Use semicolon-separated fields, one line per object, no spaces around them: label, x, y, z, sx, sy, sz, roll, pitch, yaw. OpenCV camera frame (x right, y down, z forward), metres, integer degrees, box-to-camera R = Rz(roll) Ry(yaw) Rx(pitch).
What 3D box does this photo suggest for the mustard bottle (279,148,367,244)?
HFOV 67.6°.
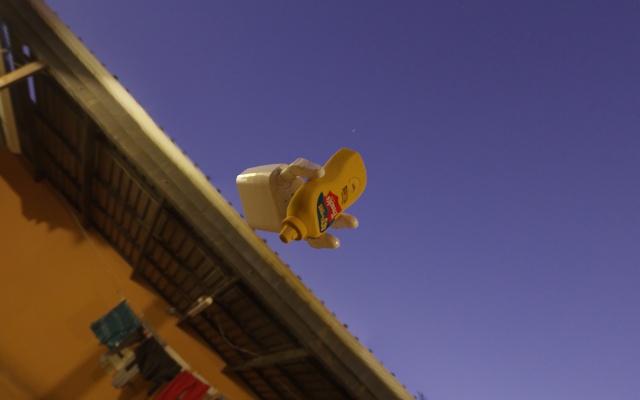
mustard bottle;0.001;0.002;0.765;0.058;0.096;0.191;23;50;30
